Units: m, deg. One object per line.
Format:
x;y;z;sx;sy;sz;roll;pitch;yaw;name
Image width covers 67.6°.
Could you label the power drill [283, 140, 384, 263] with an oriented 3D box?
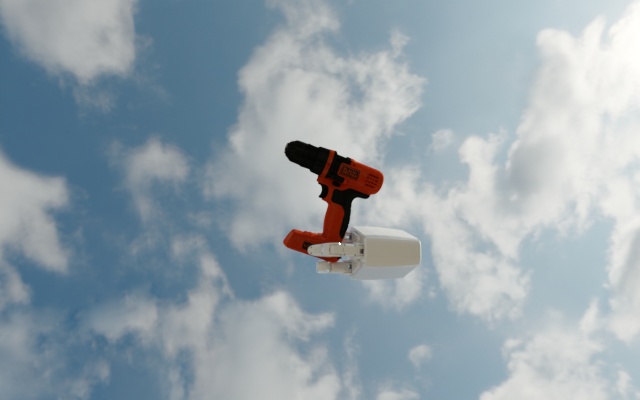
0.000;0.003;0.844;0.184;0.187;0.057;20;6;-7;power drill
